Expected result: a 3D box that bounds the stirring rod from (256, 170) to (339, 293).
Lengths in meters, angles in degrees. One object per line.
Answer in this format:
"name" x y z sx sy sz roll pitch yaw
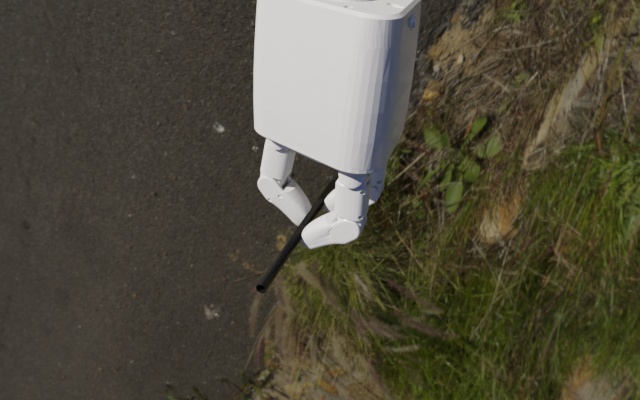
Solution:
"stirring rod" 0.000 0.001 0.433 0.011 0.011 0.239 0 31 24
